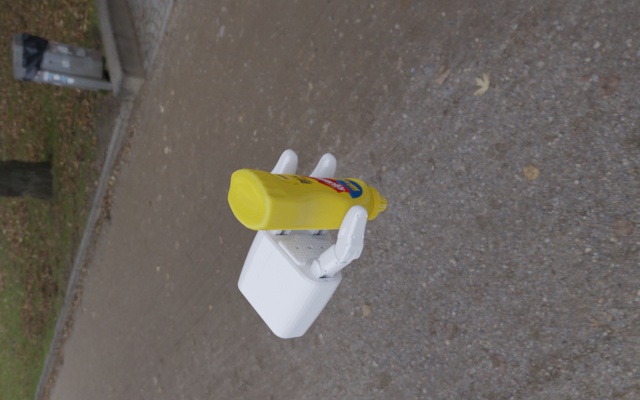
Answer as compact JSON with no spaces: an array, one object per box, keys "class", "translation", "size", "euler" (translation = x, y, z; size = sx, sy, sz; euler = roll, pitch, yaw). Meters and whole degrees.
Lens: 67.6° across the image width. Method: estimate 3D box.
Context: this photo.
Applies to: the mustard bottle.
[{"class":"mustard bottle","translation":[0.000,0.001,0.544],"size":[0.191,0.058,0.096],"euler":[3,15,-35]}]
